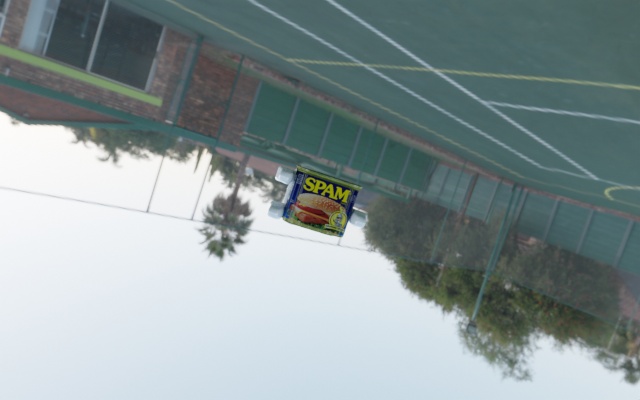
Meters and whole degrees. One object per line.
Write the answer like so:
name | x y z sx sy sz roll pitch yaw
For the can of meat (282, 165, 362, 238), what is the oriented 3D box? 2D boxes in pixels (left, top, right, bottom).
can of meat | 0.000 0.003 0.718 0.102 0.084 0.057 18 5 -9
